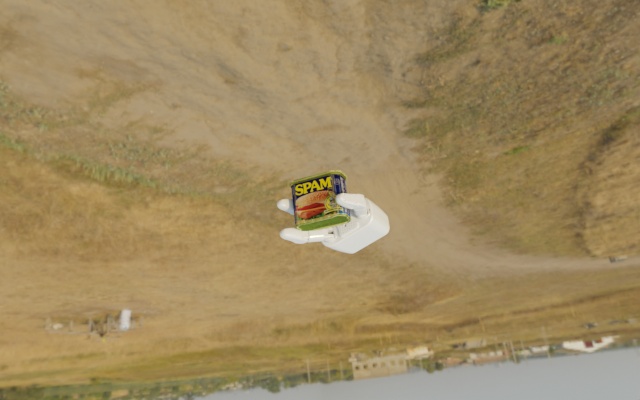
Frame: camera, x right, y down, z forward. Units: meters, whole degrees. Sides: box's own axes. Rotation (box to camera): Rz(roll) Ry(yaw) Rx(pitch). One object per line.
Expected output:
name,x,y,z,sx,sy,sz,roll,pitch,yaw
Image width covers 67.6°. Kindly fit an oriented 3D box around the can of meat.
can of meat,0.000,0.003,0.838,0.102,0.084,0.057,-14,-21,19
